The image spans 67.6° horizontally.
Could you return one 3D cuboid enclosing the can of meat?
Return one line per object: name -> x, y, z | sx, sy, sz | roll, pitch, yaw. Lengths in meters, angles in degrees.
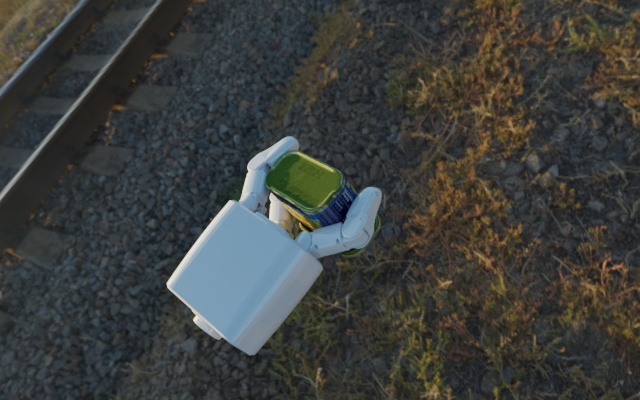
can of meat -> 0.000, 0.001, 0.491 | 0.102, 0.057, 0.084 | 29, -14, 45
